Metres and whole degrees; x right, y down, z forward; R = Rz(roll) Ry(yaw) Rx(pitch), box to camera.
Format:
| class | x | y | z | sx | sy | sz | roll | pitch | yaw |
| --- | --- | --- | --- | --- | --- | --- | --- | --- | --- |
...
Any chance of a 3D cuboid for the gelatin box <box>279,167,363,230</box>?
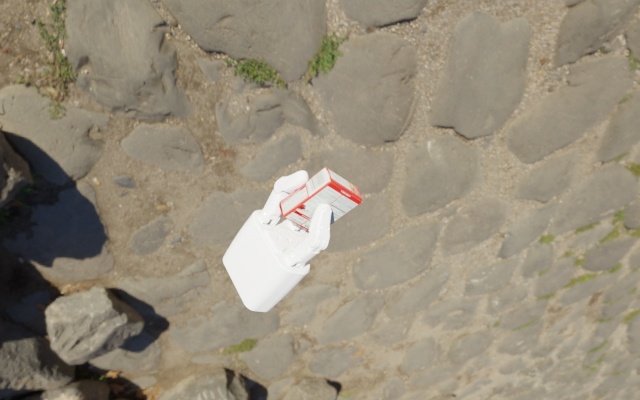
| class | x | y | z | sx | sy | sz | roll | pitch | yaw |
| --- | --- | --- | --- | --- | --- | --- | --- | --- | --- |
| gelatin box | 0.000 | 0.002 | 0.649 | 0.089 | 0.030 | 0.073 | -36 | -42 | 23 |
